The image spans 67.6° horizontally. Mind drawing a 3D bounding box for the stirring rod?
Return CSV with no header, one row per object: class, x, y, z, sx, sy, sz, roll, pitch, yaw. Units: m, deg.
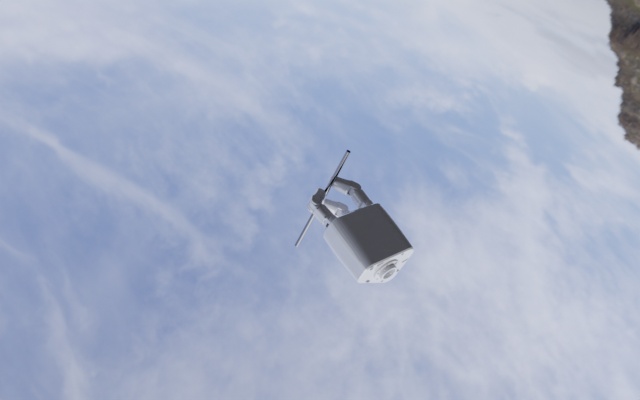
stirring rod,0.000,0.003,0.880,0.011,0.240,0.011,19,36,-14
